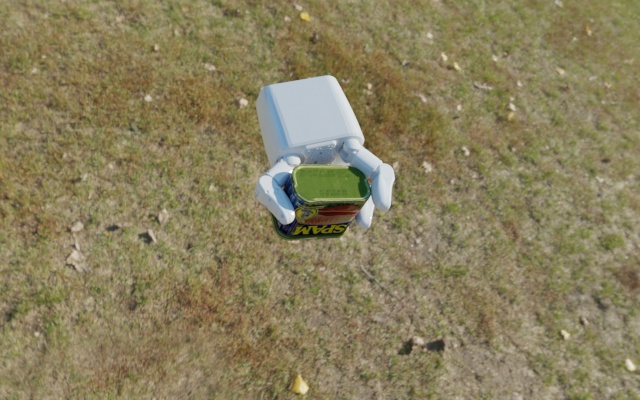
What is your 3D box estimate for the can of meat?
[{"bbox_3d":[0.000,0.002,0.573,0.102,0.057,0.084,-1,-33,-24],"label":"can of meat"}]
